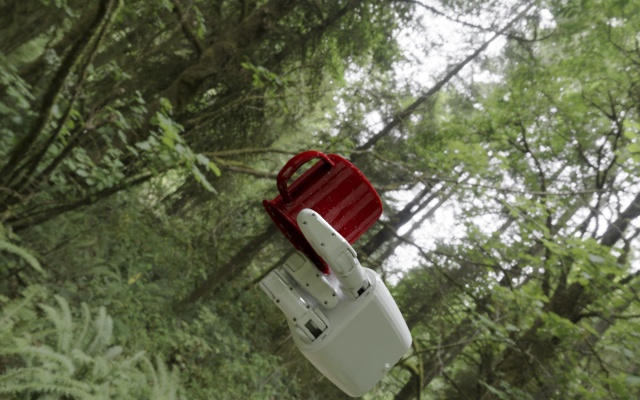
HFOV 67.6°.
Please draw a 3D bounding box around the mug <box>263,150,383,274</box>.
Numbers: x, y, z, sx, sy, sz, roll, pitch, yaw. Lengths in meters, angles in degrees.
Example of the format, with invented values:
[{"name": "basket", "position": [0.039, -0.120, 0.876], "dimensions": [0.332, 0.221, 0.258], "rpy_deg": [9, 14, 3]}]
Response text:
[{"name": "mug", "position": [0.000, 0.000, 0.452], "dimensions": [0.081, 0.117, 0.093], "rpy_deg": [-41, 40, -13]}]
